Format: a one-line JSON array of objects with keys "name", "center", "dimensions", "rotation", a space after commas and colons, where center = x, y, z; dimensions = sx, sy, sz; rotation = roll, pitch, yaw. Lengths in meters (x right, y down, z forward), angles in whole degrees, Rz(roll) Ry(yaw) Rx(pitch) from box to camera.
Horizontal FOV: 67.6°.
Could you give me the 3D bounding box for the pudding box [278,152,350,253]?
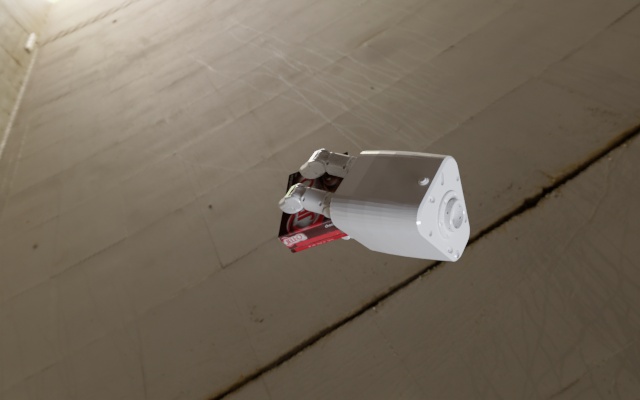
[{"name": "pudding box", "center": [0.000, 0.002, 0.584], "dimensions": [0.090, 0.113, 0.039], "rotation": [-19, -52, 23]}]
